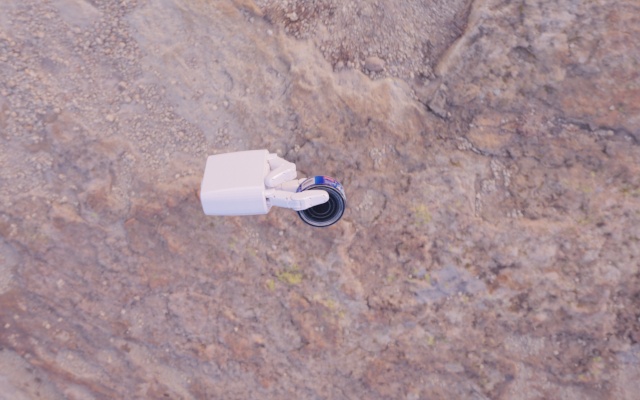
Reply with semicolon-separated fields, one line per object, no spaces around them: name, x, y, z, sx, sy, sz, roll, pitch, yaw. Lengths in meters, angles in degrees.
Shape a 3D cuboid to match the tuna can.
tuna can;0.000;0.003;0.800;0.086;0.086;0.033;0;30;-2
